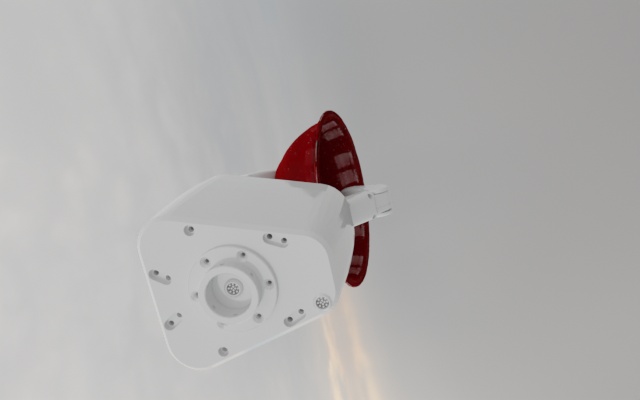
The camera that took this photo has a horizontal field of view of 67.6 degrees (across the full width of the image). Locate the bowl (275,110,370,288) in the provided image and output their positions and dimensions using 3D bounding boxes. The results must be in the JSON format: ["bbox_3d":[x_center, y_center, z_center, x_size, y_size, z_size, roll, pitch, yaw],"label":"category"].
[{"bbox_3d":[0.000,0.002,0.445,0.055,0.162,0.162,-9,-3,18],"label":"bowl"}]
